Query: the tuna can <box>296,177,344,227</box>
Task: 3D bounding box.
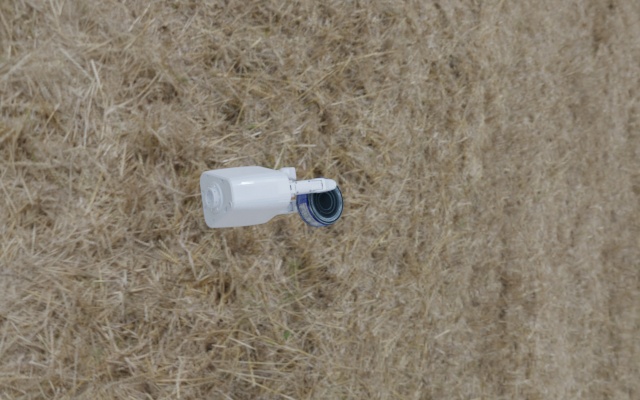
[{"bbox_3d":[0.001,0.003,0.841,0.086,0.086,0.034,0,-9,-42],"label":"tuna can"}]
